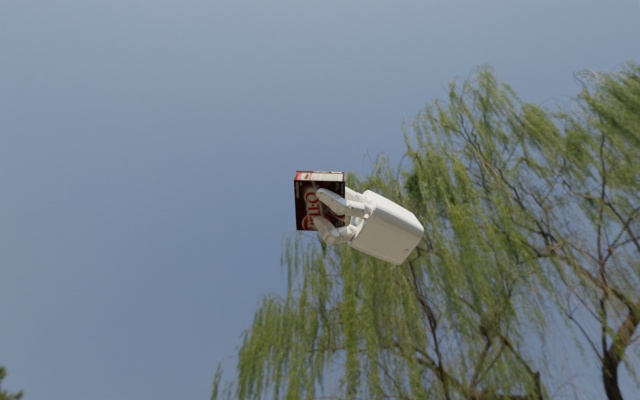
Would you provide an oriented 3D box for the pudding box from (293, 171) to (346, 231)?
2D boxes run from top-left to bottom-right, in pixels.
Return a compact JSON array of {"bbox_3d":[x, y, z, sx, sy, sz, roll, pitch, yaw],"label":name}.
[{"bbox_3d":[0.000,0.003,0.854,0.090,0.114,0.039,1,32,4],"label":"pudding box"}]
